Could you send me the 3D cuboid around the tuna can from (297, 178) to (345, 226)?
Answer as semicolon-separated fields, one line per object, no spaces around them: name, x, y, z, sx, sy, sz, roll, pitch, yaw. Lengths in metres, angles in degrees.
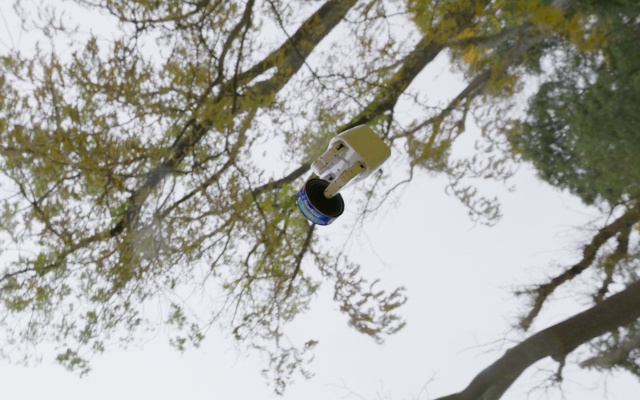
tuna can;0.000;0.003;0.857;0.086;0.086;0.034;0;-34;-43
